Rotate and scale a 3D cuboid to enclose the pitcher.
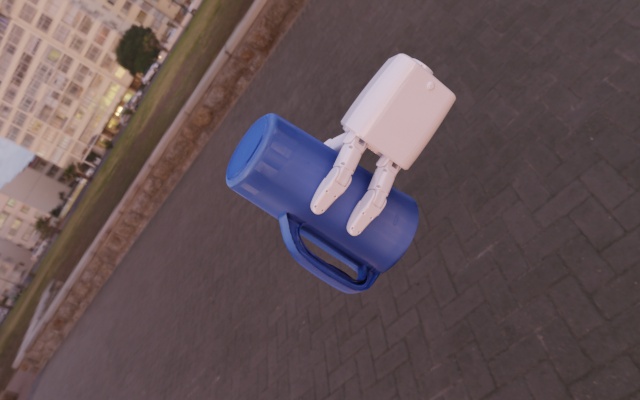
[{"bbox_3d":[0.000,0.002,0.627,0.243,0.145,0.149,32,12,-24],"label":"pitcher"}]
